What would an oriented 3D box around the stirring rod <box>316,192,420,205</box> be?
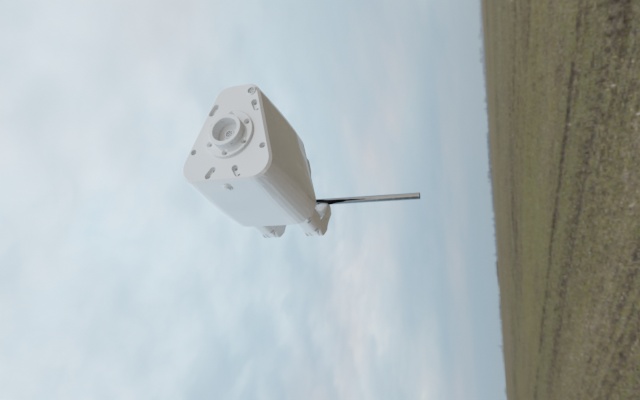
[{"bbox_3d":[0.000,0.002,0.584,0.239,0.011,0.011,-4,-1,20],"label":"stirring rod"}]
